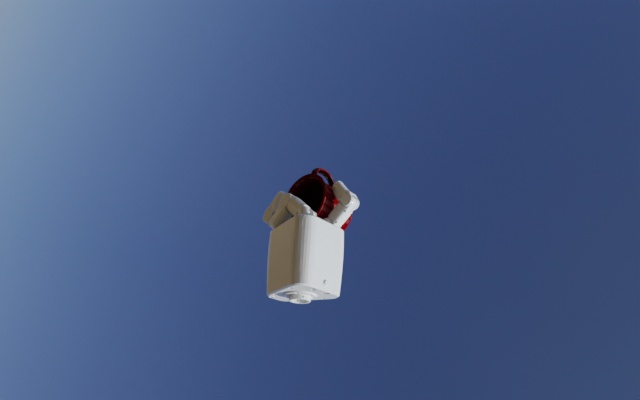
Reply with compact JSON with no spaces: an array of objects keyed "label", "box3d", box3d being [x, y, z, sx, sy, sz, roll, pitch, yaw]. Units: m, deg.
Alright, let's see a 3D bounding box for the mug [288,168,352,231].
[{"label":"mug","box3d":[0.000,0.001,0.800,0.093,0.117,0.081,-16,-32,38]}]
